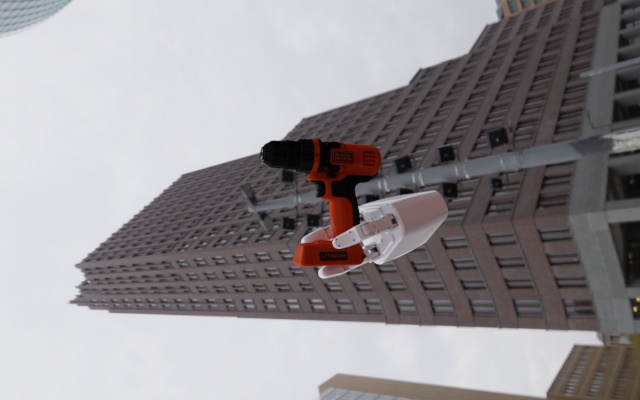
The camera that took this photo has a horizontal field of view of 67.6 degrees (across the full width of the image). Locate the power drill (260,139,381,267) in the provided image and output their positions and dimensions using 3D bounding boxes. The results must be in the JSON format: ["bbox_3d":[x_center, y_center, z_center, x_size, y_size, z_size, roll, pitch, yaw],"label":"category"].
[{"bbox_3d":[0.000,0.003,0.711,0.184,0.187,0.057,2,1,-14],"label":"power drill"}]
